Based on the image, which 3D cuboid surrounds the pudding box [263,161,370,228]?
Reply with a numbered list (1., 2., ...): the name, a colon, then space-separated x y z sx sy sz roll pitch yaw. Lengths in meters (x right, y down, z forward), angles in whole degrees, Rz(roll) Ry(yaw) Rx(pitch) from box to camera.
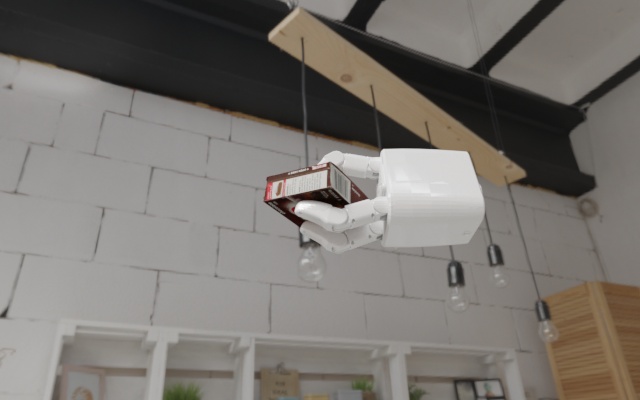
1. pudding box: 0.000 0.002 0.574 0.090 0.039 0.113 -12 -33 27
